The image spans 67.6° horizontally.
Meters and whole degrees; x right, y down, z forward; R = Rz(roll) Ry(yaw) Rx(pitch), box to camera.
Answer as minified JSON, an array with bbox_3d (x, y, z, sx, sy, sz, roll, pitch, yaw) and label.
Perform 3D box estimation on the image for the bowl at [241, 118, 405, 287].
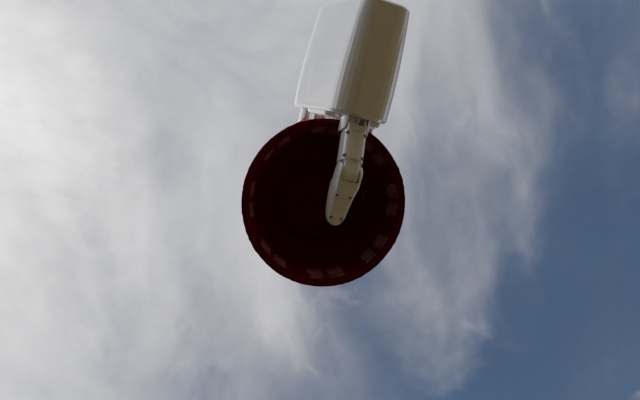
[{"bbox_3d":[-0.001,0.003,0.480,0.162,0.162,0.055,0,2,-14],"label":"bowl"}]
